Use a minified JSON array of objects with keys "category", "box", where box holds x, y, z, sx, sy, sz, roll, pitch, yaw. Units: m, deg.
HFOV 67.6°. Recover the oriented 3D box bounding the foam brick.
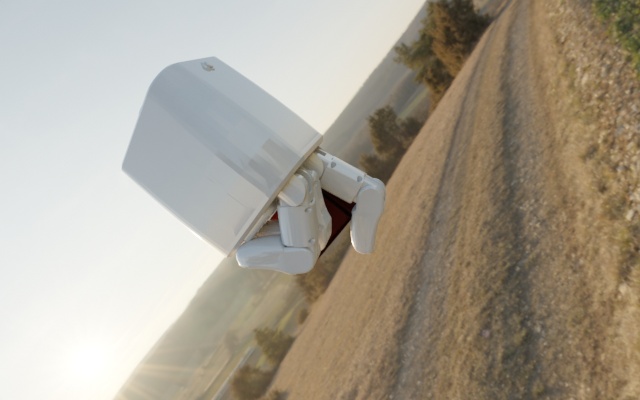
[{"category":"foam brick","box":[0.000,0.001,0.409,0.051,0.053,0.078,37,24,-2]}]
